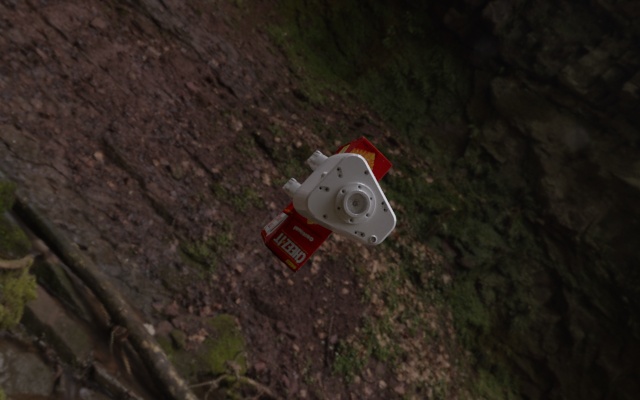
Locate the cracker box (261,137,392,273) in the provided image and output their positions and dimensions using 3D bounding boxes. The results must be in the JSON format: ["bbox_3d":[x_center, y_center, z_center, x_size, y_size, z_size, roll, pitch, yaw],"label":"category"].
[{"bbox_3d":[0.000,0.002,0.763,0.072,0.213,0.164,44,-5,-7],"label":"cracker box"}]
